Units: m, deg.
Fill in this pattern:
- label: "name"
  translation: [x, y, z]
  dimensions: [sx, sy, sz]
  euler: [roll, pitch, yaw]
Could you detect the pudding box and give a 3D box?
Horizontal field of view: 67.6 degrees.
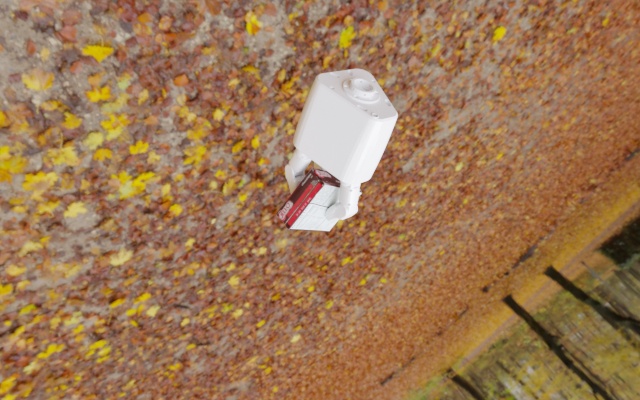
- label: "pudding box"
  translation: [0.000, 0.002, 0.709]
  dimensions: [0.113, 0.090, 0.039]
  euler: [10, 35, -55]
